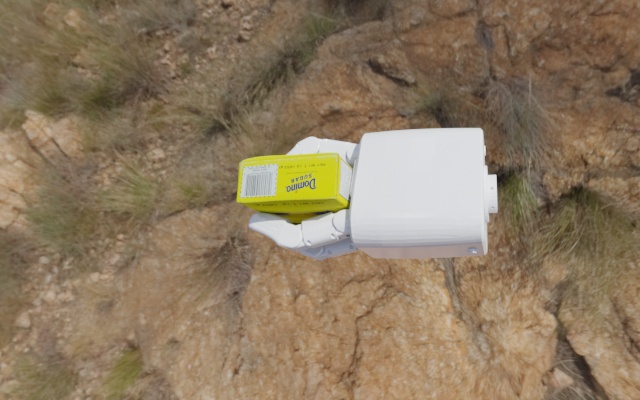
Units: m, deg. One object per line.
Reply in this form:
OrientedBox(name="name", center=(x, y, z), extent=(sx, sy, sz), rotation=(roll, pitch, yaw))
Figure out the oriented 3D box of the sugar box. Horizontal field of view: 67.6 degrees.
OrientedBox(name="sugar box", center=(0.000, 0.002, 0.474), extent=(0.093, 0.048, 0.176), rotation=(-2, -16, 20))
